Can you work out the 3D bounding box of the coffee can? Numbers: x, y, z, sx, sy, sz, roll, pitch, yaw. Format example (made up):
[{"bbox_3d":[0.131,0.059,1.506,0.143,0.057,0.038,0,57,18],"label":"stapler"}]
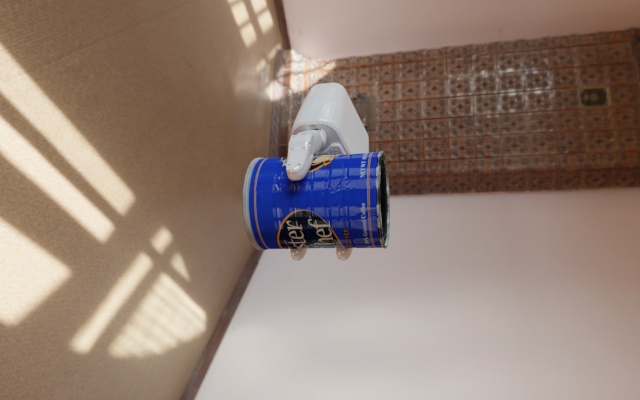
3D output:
[{"bbox_3d":[0.000,0.002,0.516,0.140,0.103,0.103,-2,-1,13],"label":"coffee can"}]
